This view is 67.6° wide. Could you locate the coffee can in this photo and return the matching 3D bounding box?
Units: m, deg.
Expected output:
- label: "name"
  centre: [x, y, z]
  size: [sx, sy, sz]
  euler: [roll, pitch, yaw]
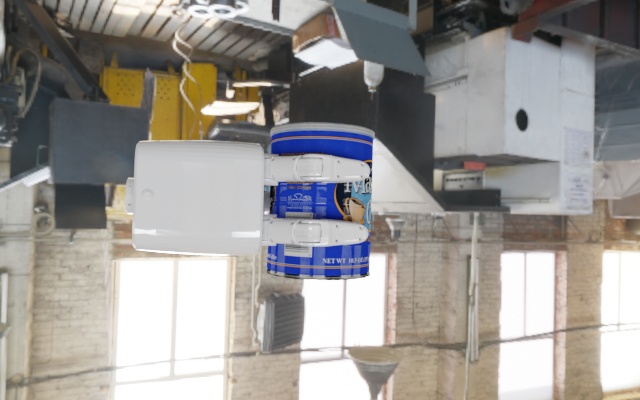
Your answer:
- label: "coffee can"
  centre: [0.000, 0.001, 0.471]
  size: [0.103, 0.140, 0.103]
  euler: [2, -1, 0]
